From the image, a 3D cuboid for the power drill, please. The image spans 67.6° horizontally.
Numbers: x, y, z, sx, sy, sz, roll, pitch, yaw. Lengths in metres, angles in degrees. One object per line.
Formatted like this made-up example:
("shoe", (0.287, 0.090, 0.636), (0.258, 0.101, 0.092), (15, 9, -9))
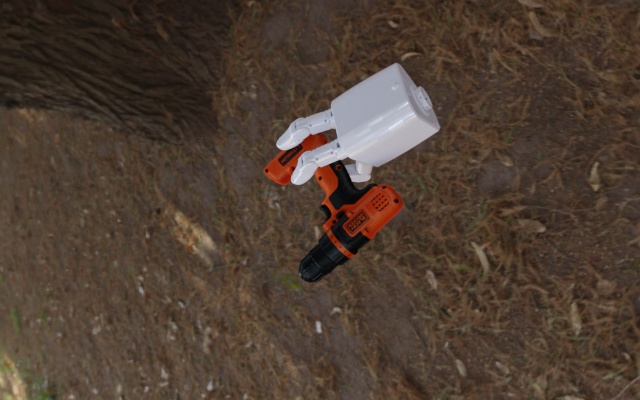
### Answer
("power drill", (0.000, 0.002, 0.704), (0.184, 0.187, 0.057), (-42, -19, 8))
